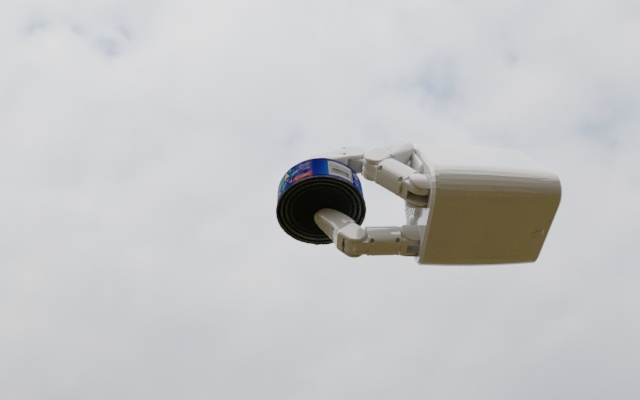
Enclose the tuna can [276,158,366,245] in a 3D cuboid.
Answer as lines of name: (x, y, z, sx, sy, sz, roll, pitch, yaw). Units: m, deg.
tuna can: (0.000, 0.001, 0.465, 0.086, 0.086, 0.033, 0, 40, -3)
